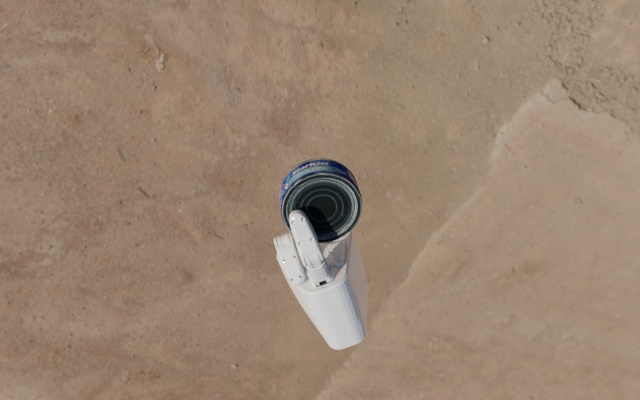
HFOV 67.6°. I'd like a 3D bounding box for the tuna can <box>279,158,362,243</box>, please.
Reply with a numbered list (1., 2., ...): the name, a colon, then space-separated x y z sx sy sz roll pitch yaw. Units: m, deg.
1. tuna can: 0.000 0.002 0.499 0.086 0.086 0.033 0 29 -7
